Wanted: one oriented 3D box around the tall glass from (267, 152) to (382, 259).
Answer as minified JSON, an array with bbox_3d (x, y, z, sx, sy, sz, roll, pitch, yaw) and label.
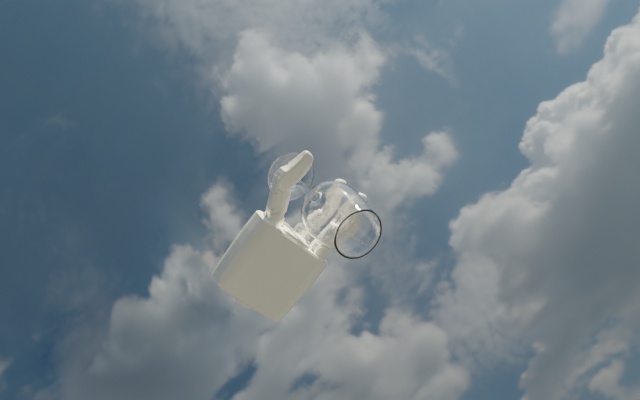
[{"bbox_3d":[0.000,0.002,0.617,0.079,0.079,0.201,0,21,-28],"label":"tall glass"}]
